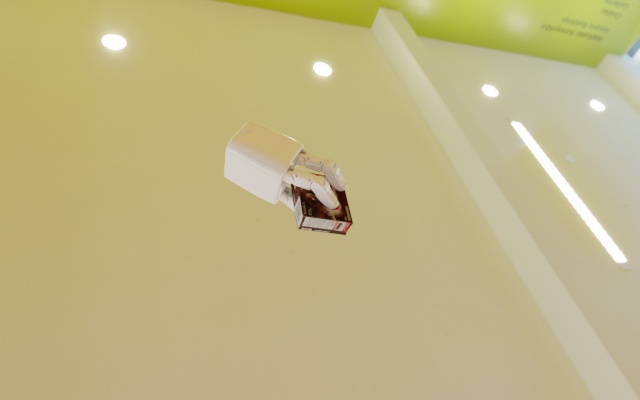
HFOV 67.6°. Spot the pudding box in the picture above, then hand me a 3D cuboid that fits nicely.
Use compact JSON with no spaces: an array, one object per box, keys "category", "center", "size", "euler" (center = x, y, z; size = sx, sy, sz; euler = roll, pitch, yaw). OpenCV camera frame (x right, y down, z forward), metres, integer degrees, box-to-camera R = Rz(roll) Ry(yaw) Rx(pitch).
[{"category":"pudding box","center":[0.000,0.003,0.819],"size":[0.090,0.113,0.039],"euler":[8,-44,-19]}]
